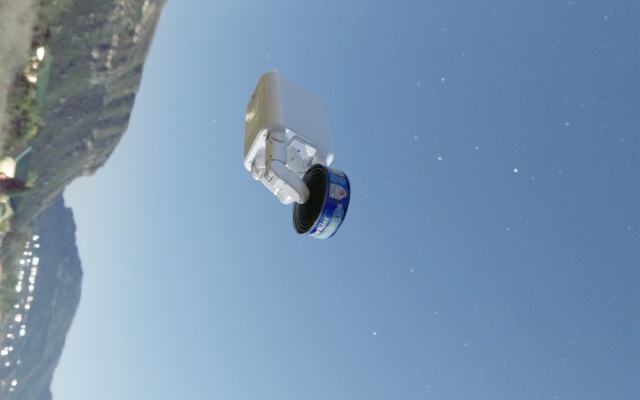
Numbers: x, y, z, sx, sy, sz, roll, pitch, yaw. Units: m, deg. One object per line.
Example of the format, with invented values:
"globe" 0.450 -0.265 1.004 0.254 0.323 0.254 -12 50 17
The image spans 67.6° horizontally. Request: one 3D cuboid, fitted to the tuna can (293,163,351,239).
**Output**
"tuna can" 0.001 0.002 0.563 0.034 0.086 0.086 16 -7 -24
